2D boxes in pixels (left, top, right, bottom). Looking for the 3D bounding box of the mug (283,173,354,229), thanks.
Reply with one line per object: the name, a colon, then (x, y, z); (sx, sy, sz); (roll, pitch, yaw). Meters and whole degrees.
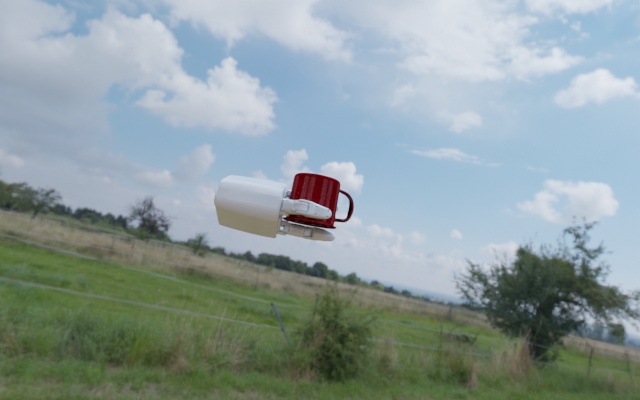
mug: (0.002, 0.003, 0.817); (0.117, 0.081, 0.093); (11, -7, -3)
